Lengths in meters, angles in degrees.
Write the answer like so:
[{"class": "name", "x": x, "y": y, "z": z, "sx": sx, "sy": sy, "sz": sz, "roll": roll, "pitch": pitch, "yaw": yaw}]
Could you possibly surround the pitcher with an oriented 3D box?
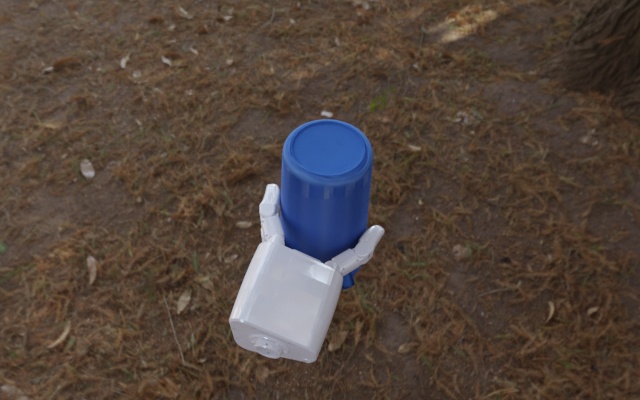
[{"class": "pitcher", "x": 0.000, "y": 0.002, "z": 0.659, "sx": 0.149, "sy": 0.145, "sz": 0.243, "roll": 16, "pitch": -36, "yaw": 10}]
